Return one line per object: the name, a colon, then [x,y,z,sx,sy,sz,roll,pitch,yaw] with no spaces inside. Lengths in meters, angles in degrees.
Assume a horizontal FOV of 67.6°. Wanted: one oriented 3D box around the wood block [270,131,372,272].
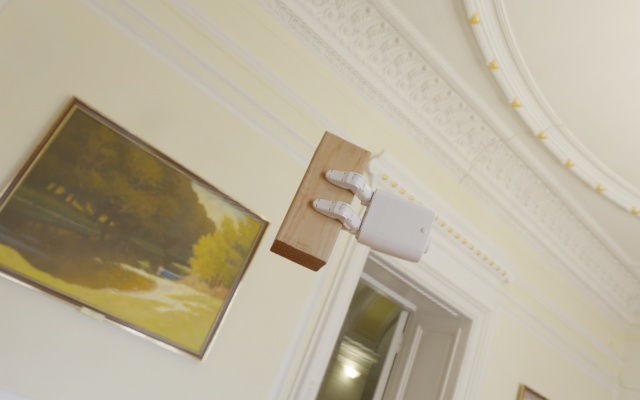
wood block: [0.000,0.003,0.802,0.090,0.206,0.091,25,-22,-3]
